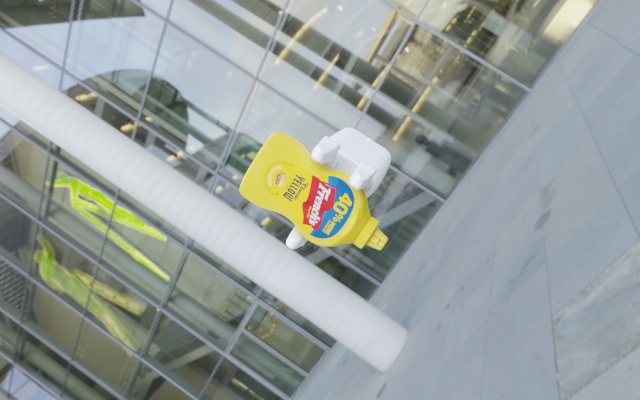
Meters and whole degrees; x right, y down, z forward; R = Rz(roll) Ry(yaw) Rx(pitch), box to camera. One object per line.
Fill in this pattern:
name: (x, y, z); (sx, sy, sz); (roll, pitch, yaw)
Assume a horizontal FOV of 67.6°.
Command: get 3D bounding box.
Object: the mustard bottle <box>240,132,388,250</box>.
mustard bottle: (0.000, 0.002, 0.600); (0.191, 0.096, 0.058); (34, 8, 5)
